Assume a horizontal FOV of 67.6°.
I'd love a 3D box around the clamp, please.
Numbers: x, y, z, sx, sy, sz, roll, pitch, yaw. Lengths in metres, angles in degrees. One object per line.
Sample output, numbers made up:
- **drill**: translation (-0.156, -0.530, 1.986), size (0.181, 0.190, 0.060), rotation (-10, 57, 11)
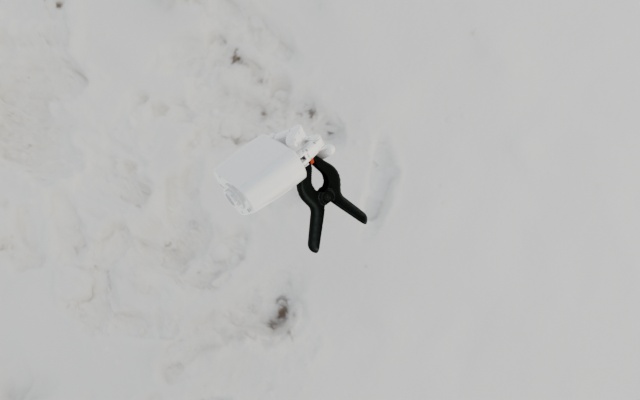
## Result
- **clamp**: translation (0.000, 0.003, 0.814), size (0.120, 0.171, 0.039), rotation (-39, 19, -22)
